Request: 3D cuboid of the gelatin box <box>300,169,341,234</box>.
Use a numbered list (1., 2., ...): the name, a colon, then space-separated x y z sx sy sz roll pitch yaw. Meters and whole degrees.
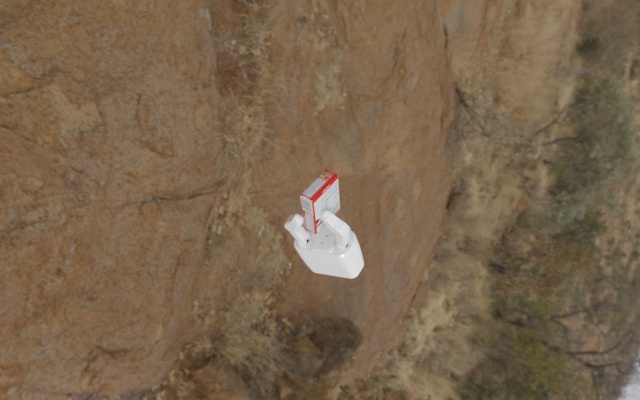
1. gelatin box: 0.000 0.003 0.810 0.030 0.089 0.073 27 55 26
